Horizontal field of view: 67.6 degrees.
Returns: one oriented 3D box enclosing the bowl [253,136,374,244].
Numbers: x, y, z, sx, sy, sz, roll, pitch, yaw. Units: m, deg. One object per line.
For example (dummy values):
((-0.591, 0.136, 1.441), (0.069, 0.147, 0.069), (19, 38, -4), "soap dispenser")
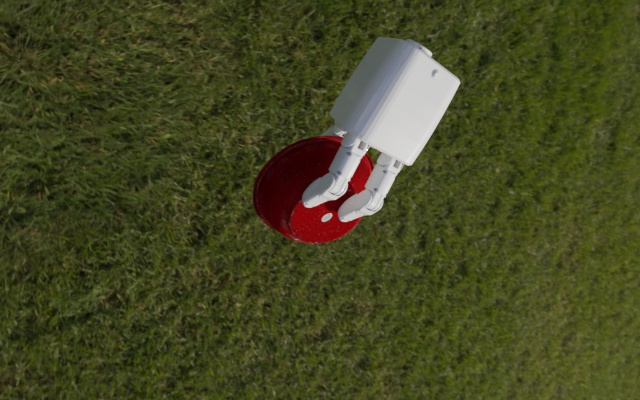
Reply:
((0.000, 0.003, 0.592), (0.162, 0.162, 0.055), (0, 40, -21), "bowl")
